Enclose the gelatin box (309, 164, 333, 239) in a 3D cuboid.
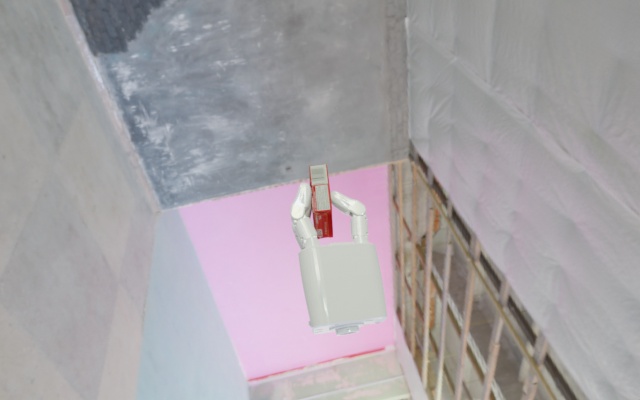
[{"bbox_3d":[0.001,0.002,0.722,0.030,0.089,0.073,-5,-34,-1],"label":"gelatin box"}]
